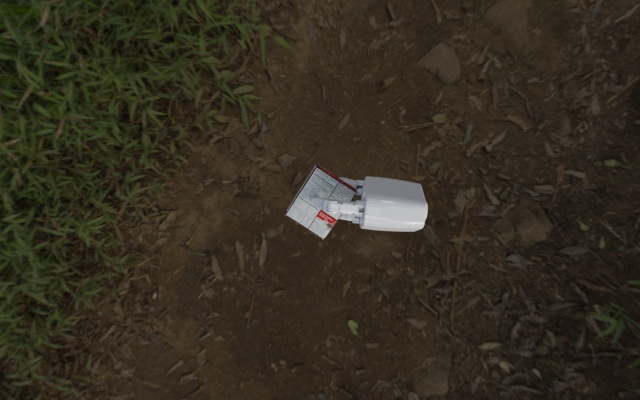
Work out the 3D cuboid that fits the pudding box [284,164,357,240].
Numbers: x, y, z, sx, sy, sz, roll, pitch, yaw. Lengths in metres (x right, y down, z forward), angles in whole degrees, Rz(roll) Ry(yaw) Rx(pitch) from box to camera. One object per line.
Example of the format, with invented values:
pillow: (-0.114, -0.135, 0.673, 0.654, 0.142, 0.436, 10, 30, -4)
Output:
pudding box: (0.000, 0.003, 0.882, 0.090, 0.113, 0.039, 33, 9, -3)
